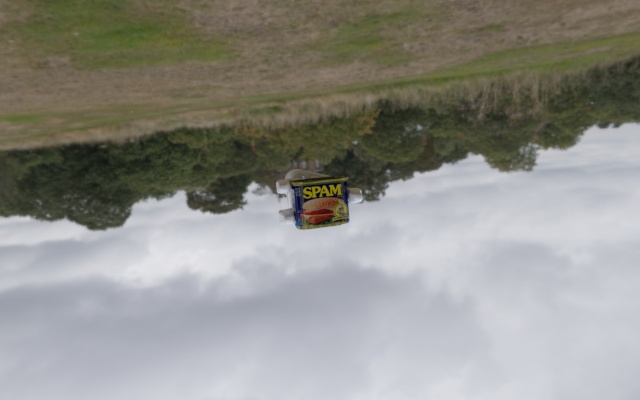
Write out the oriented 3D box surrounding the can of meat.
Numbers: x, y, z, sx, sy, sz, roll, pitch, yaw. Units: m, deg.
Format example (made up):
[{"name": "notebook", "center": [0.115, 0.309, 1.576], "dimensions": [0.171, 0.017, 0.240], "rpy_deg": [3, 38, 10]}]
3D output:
[{"name": "can of meat", "center": [0.000, 0.003, 0.847], "dimensions": [0.102, 0.084, 0.057], "rpy_deg": [-6, 8, -13]}]
